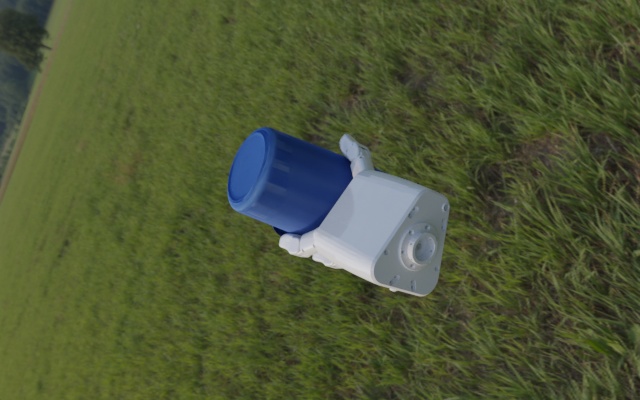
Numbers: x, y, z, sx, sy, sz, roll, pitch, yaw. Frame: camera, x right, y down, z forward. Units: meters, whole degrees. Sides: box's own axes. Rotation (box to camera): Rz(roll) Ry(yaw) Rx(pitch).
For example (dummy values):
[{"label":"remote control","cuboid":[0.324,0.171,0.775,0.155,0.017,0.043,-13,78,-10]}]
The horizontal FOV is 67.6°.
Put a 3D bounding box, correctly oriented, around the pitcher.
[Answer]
[{"label":"pitcher","cuboid":[0.000,0.002,0.636,0.243,0.149,0.145,21,3,-32]}]
